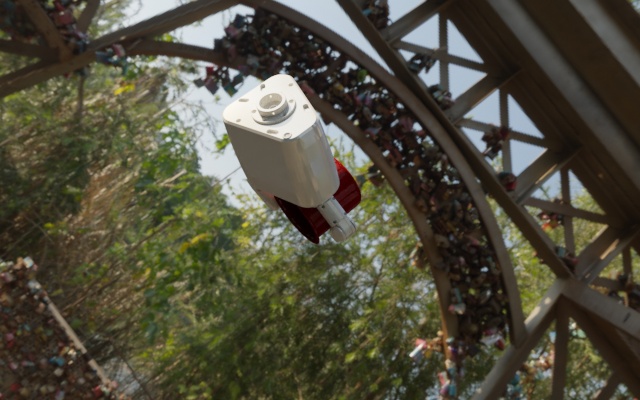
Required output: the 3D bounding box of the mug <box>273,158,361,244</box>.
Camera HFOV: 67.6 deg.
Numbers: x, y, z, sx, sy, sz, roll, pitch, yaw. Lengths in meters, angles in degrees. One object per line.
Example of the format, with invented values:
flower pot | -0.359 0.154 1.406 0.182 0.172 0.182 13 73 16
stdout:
mug | 0.001 0.003 0.621 0.093 0.081 0.117 40 -19 35
